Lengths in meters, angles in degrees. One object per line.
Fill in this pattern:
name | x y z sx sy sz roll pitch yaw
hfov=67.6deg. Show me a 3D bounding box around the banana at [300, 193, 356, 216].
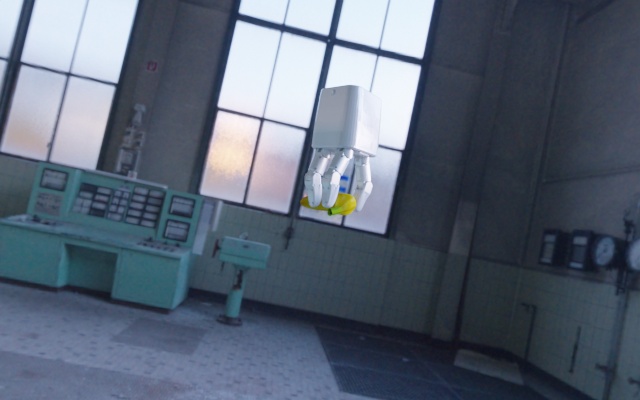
banana | 0.019 0.004 0.867 0.069 0.037 0.198 2 2 -16
